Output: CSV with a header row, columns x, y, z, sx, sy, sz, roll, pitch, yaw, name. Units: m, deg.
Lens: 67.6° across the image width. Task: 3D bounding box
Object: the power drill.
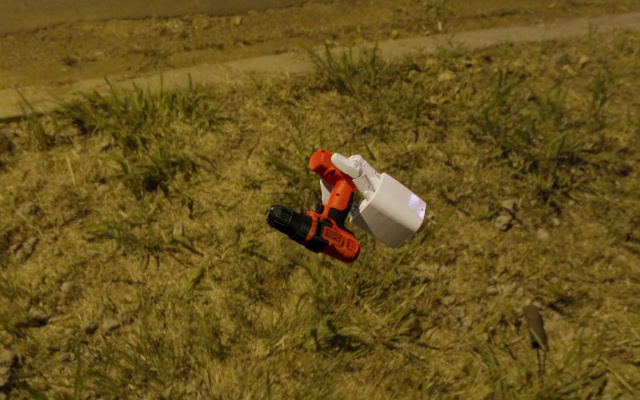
x,y,z,sx,sy,sz,roll,pitch,yaw,name
0.000,0.003,0.860,0.184,0.187,0.057,29,-34,-23,power drill
